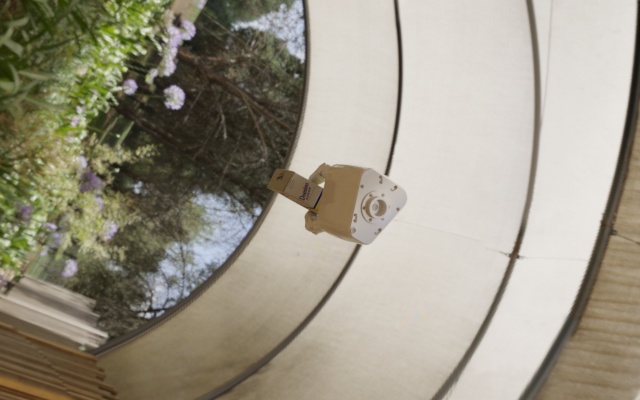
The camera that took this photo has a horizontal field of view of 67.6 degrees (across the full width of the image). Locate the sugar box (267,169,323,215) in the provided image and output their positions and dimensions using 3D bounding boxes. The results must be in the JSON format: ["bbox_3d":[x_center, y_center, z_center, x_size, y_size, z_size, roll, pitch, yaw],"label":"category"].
[{"bbox_3d":[0.001,0.002,0.845,0.176,0.048,0.093,32,-7,-24],"label":"sugar box"}]
